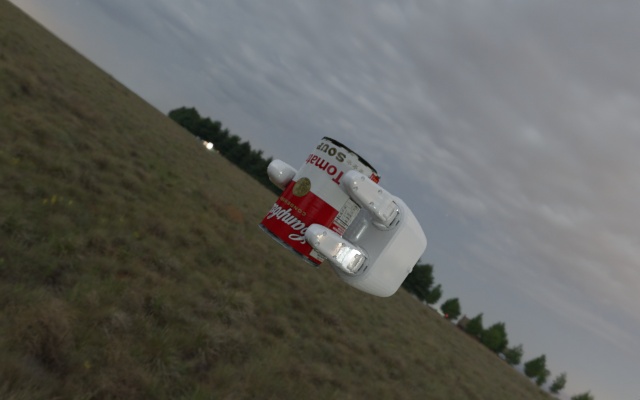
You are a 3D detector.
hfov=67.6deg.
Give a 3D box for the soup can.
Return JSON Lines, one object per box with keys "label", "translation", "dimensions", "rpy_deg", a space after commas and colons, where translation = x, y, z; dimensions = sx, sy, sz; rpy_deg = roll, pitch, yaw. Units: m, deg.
{"label": "soup can", "translation": [0.000, 0.001, 0.439], "dimensions": [0.068, 0.102, 0.068], "rpy_deg": [36, -3, 2]}
